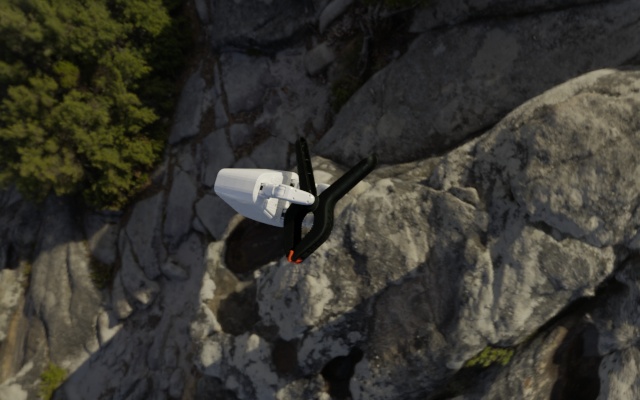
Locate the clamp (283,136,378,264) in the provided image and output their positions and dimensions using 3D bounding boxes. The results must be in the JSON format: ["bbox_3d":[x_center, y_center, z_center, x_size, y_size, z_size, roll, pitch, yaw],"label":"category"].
[{"bbox_3d":[-0.001,0.003,0.762,0.164,0.210,0.036,10,-8,38],"label":"clamp"}]
